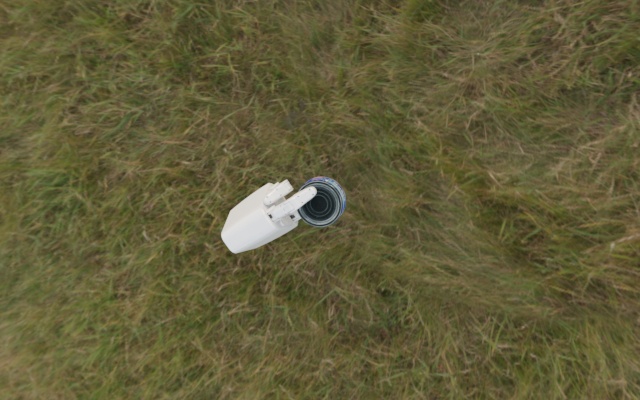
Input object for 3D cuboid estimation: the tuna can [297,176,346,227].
[{"bbox_3d":[0.000,0.003,0.837,0.086,0.086,0.033,0,14,13],"label":"tuna can"}]
